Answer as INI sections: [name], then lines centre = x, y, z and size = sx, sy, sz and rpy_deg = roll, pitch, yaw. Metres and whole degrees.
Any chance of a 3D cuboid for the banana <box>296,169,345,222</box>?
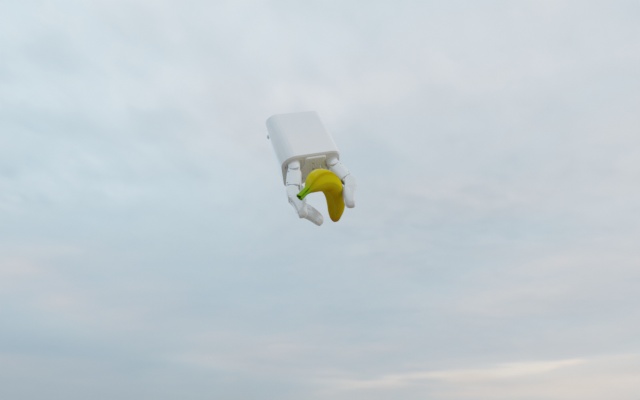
[banana]
centre = 0.011, -0.012, 0.829
size = 0.037, 0.069, 0.198
rpy_deg = 41, 2, 25
